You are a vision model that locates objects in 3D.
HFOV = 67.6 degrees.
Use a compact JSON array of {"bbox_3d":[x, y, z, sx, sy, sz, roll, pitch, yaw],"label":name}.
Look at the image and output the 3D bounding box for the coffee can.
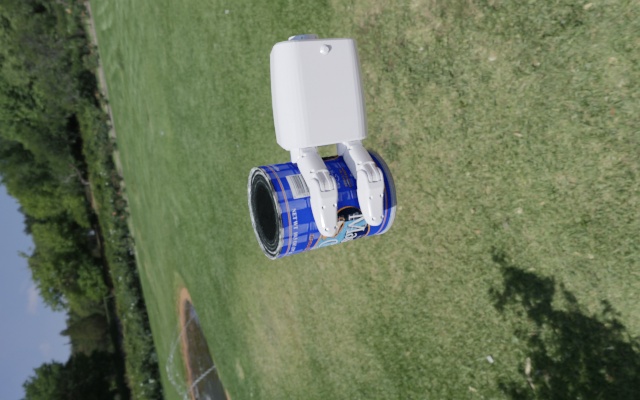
[{"bbox_3d":[0.000,0.002,0.545,0.140,0.103,0.103,-11,5,-24],"label":"coffee can"}]
